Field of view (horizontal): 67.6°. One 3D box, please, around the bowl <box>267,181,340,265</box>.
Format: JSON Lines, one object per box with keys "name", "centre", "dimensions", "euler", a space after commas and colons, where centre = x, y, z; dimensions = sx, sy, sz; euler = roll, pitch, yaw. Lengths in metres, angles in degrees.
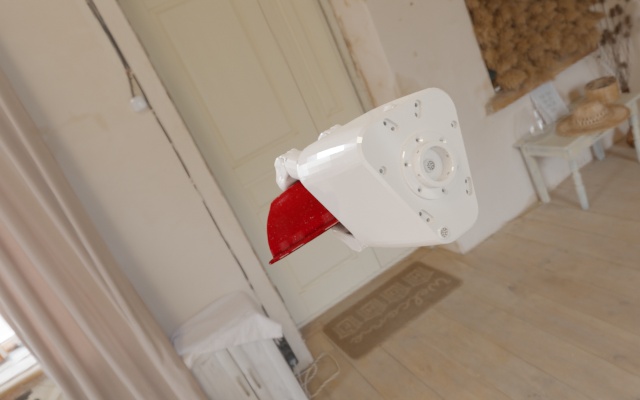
{"name": "bowl", "centre": [-0.001, 0.002, 0.507], "dimensions": [0.162, 0.055, 0.162], "euler": [-33, -2, -1]}
